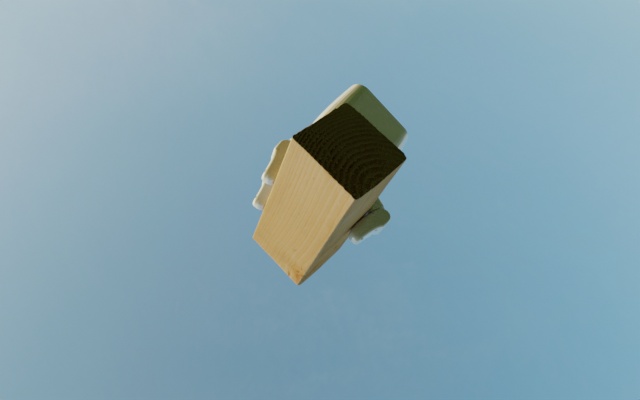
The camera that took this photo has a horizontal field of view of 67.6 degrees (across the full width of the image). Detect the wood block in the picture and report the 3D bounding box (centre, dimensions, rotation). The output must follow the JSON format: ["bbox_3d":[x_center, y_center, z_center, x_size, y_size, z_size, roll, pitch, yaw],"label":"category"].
[{"bbox_3d":[0.001,0.002,0.551,0.090,0.091,0.206,-38,-14,-35],"label":"wood block"}]
